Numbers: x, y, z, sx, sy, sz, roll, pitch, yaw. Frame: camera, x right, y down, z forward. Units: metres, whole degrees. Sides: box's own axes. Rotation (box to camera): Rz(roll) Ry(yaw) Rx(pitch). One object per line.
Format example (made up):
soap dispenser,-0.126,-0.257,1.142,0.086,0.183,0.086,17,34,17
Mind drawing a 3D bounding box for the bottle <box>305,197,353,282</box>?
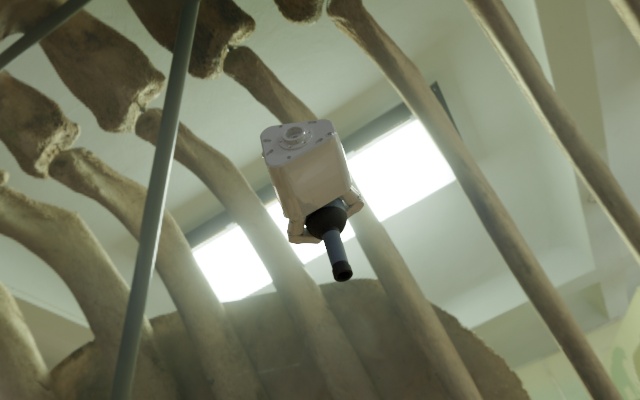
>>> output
bottle,0.000,0.002,0.750,0.069,0.069,0.295,0,43,-17
